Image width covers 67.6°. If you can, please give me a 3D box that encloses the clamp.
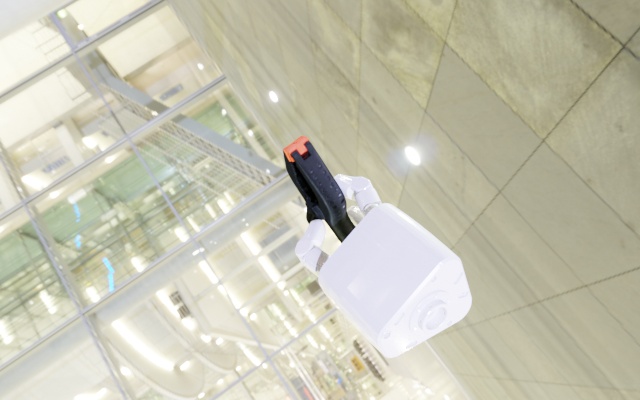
[{"bbox_3d":[-0.001,0.002,0.590,0.036,0.210,0.164,-39,39,-13],"label":"clamp"}]
